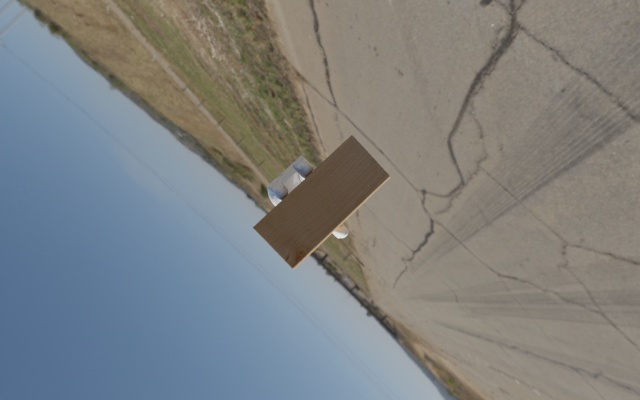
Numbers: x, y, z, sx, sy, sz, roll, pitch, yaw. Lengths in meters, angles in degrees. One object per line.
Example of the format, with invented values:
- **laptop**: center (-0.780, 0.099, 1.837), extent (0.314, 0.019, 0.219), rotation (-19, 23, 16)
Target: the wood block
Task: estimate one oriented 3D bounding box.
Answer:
- **wood block**: center (0.000, 0.003, 0.763), extent (0.206, 0.091, 0.090), rotation (-44, 3, -4)
